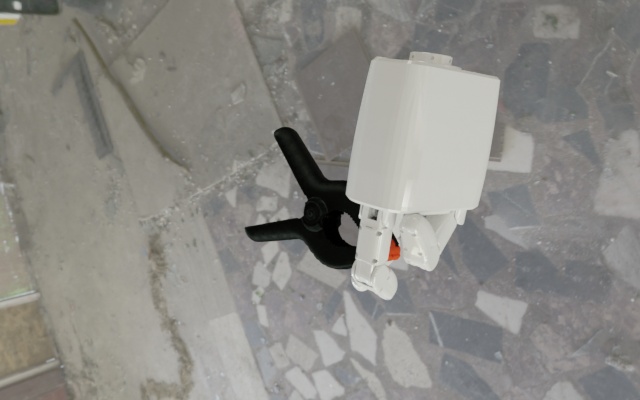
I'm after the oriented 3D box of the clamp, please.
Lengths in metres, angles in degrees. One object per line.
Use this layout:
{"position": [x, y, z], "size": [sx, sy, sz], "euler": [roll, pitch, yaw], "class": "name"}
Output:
{"position": [0.000, 0.002, 0.439], "size": [0.171, 0.120, 0.039], "euler": [18, 16, 35], "class": "clamp"}
